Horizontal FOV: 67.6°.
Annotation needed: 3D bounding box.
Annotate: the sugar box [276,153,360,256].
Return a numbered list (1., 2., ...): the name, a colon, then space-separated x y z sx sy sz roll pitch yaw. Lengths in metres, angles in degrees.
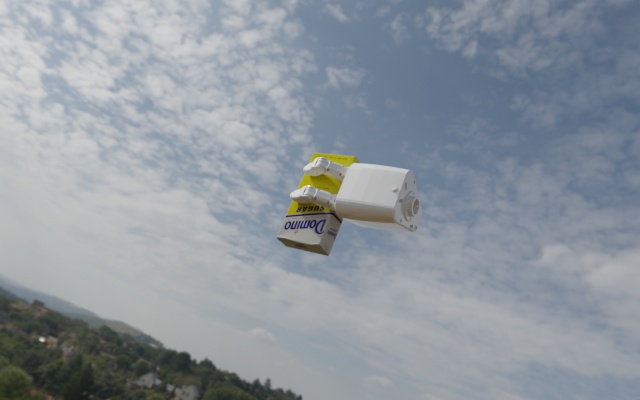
1. sugar box: 0.000 0.002 0.834 0.093 0.176 0.048 8 -27 33
